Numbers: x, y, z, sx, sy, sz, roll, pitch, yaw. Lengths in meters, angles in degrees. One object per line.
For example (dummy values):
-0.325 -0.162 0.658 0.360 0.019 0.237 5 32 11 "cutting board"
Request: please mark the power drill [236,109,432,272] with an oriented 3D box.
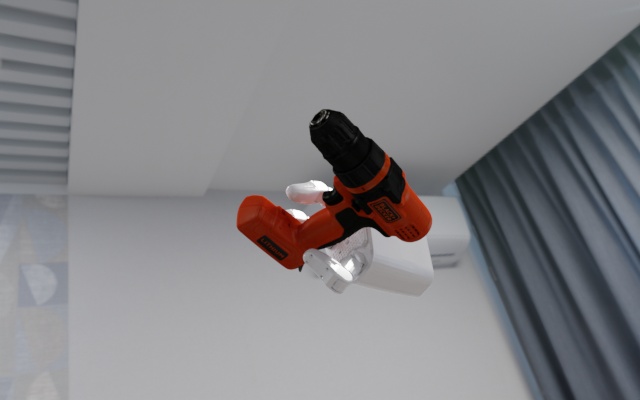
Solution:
0.000 0.002 0.513 0.188 0.057 0.184 -22 -53 33 "power drill"
